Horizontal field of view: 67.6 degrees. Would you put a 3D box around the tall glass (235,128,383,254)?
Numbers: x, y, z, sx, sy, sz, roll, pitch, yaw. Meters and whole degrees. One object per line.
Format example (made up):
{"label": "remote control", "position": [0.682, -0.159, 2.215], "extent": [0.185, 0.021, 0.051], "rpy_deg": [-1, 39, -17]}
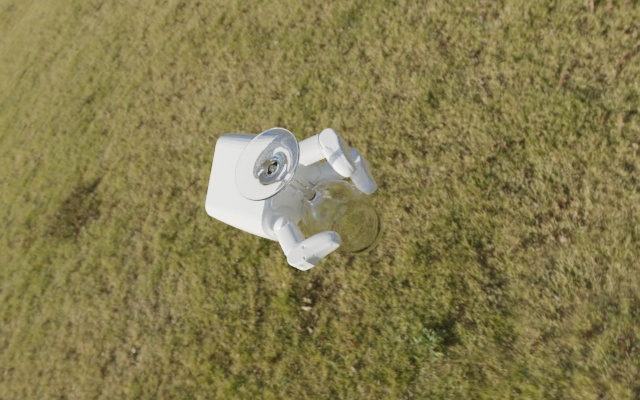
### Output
{"label": "tall glass", "position": [0.000, 0.002, 0.518], "extent": [0.079, 0.079, 0.201], "rpy_deg": [0, -21, 34]}
